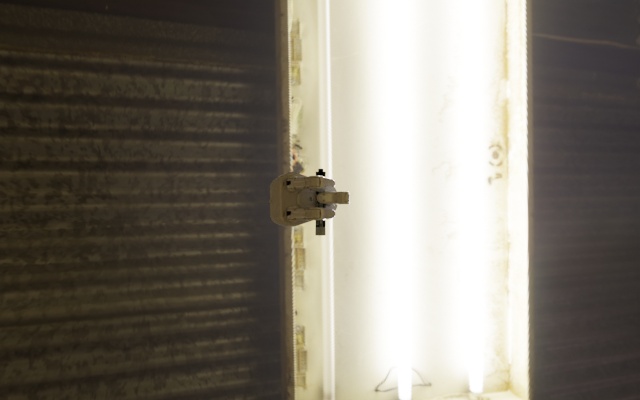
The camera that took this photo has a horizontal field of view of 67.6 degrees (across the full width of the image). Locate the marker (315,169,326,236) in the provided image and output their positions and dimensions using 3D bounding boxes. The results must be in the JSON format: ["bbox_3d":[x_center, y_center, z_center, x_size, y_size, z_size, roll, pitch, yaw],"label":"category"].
[{"bbox_3d":[0.000,0.003,0.864,0.020,0.121,0.020,0,-2,0],"label":"marker"}]
